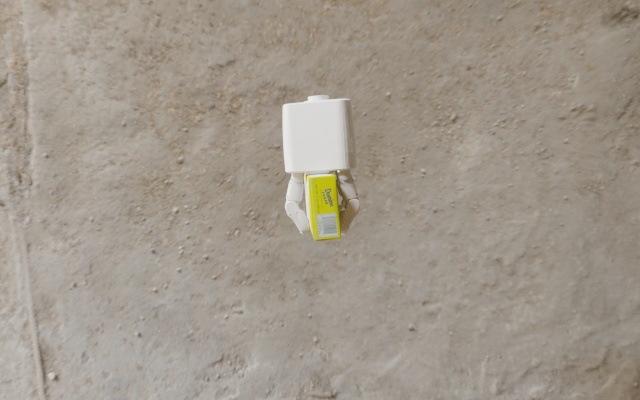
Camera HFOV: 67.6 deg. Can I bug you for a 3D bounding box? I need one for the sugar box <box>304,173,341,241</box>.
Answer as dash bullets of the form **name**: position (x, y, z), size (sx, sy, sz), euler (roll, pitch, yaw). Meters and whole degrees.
- **sugar box**: position (0.001, 0.002, 0.759), size (0.048, 0.093, 0.176), euler (-5, 7, -1)
